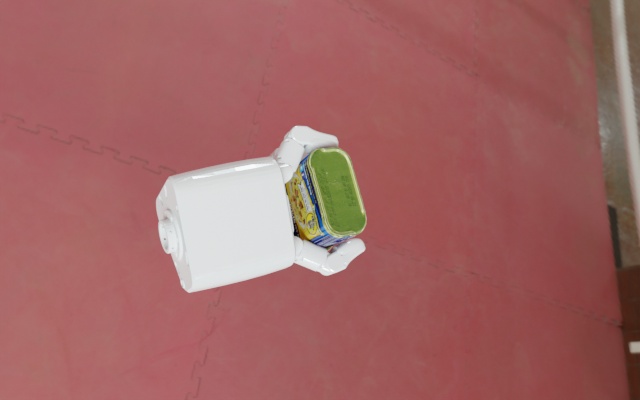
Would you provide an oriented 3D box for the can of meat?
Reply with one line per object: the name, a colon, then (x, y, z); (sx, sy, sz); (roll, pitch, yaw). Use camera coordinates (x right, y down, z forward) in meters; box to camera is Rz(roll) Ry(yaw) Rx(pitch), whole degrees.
can of meat: (0.000, 0.002, 0.523); (0.057, 0.102, 0.084); (-9, -13, -30)
